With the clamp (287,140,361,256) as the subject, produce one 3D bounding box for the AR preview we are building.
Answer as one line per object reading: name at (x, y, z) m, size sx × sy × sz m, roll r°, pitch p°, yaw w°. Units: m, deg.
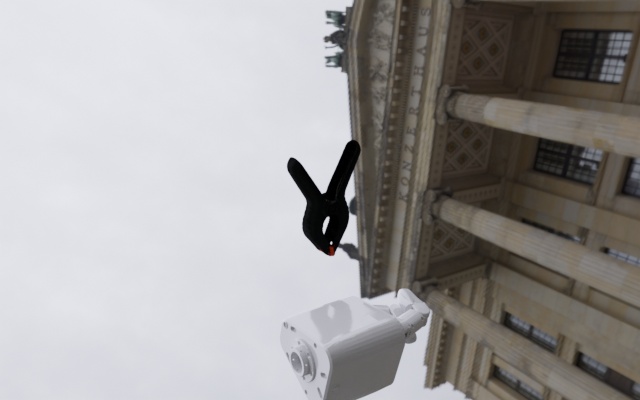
clamp at (0.000, 0.002, 0.670) m, size 0.120 × 0.171 × 0.039 m, roll -7°, pitch 22°, yaw -33°
